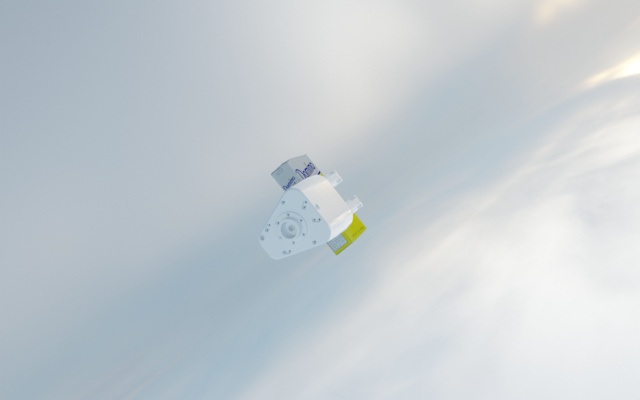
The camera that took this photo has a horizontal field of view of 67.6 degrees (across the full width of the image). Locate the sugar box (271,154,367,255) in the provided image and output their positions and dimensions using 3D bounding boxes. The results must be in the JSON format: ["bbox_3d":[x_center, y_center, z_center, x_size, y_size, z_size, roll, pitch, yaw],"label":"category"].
[{"bbox_3d":[0.001,0.002,0.825,0.048,0.176,0.093,-39,-3,24],"label":"sugar box"}]
